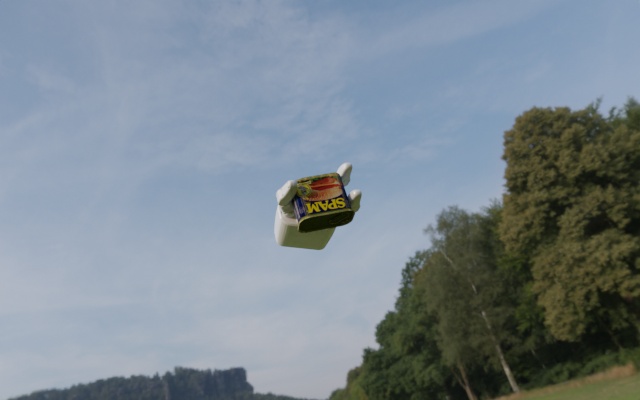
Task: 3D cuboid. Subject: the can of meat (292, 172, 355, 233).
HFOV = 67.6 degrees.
[{"bbox_3d":[0.000,0.002,0.853,0.102,0.084,0.057,-10,-29,-13],"label":"can of meat"}]
